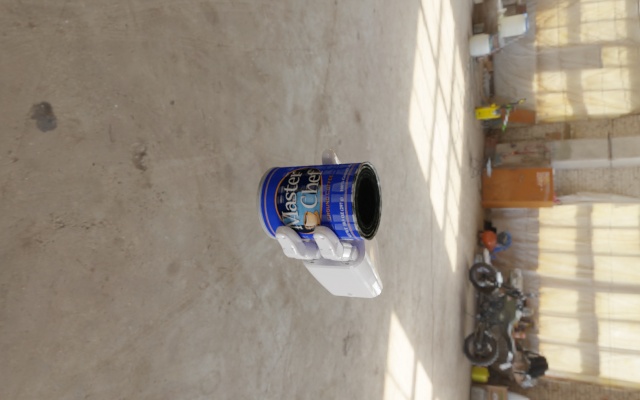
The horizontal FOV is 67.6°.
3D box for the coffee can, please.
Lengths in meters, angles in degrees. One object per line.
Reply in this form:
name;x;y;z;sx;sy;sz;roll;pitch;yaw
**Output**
coffee can;0.000;0.002;0.645;0.140;0.103;0.103;-1;-1;26
